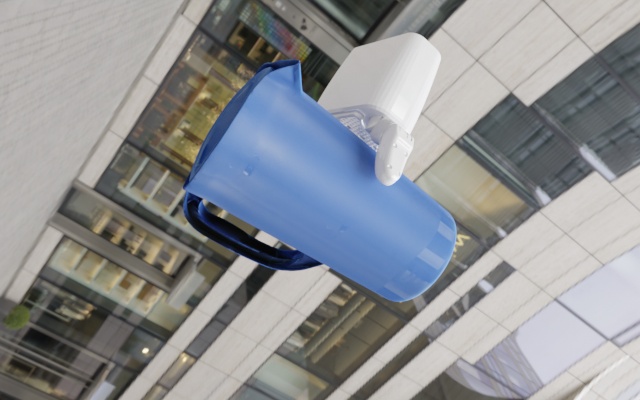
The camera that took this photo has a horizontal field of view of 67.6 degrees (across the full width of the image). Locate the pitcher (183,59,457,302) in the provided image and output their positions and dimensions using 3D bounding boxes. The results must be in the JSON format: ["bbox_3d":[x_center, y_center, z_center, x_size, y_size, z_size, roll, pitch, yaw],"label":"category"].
[{"bbox_3d":[0.000,0.001,0.454,0.243,0.145,0.149,34,-22,-18],"label":"pitcher"}]
